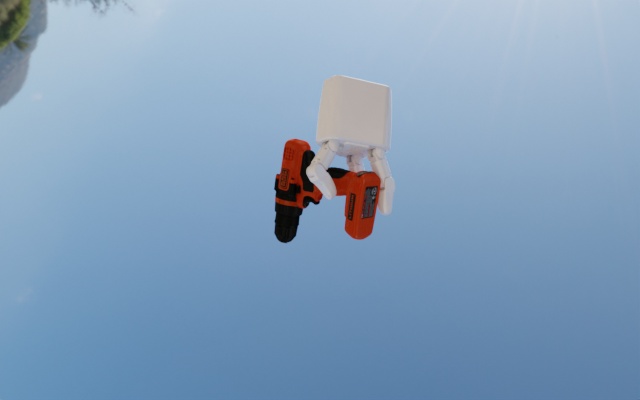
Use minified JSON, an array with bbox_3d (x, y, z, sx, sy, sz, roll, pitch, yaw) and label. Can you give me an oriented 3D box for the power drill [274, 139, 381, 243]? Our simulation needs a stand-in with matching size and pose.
[{"bbox_3d":[0.001,0.002,0.786,0.187,0.184,0.057,18,17,35],"label":"power drill"}]
